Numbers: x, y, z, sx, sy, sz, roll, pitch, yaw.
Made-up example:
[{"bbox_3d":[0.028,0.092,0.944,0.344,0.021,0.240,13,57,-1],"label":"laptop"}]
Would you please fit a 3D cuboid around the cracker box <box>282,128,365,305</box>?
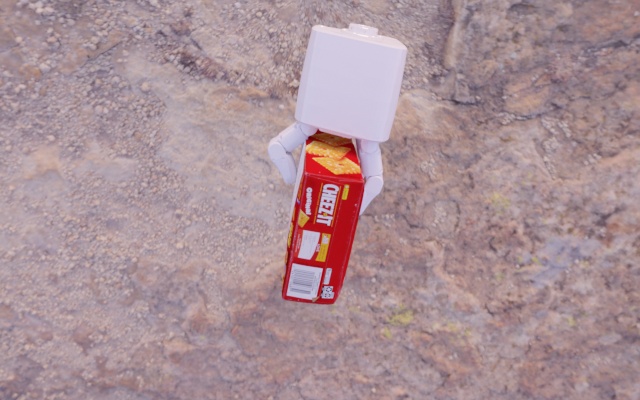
[{"bbox_3d":[0.000,0.002,0.609,0.072,0.164,0.213,9,25,-5],"label":"cracker box"}]
